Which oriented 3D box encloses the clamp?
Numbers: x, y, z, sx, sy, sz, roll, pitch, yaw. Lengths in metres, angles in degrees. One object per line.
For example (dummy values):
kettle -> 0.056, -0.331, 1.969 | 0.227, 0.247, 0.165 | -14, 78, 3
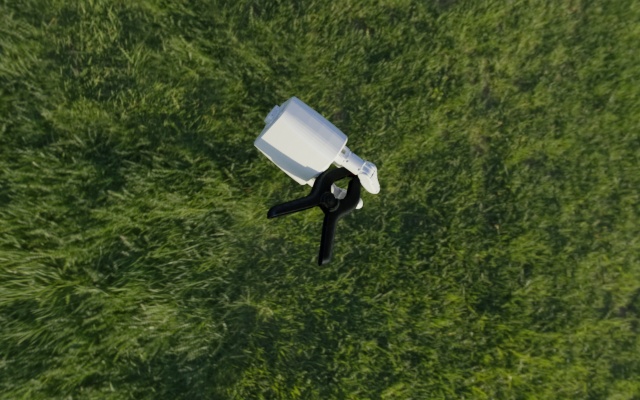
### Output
clamp -> 0.001, 0.002, 0.743 | 0.120, 0.171, 0.039 | 37, -23, -14
